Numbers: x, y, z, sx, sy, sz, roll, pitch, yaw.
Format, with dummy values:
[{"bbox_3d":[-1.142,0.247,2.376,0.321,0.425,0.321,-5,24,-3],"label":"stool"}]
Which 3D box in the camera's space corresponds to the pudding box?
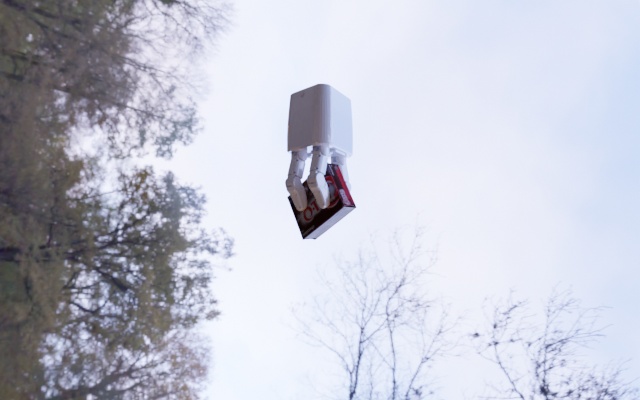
[{"bbox_3d":[0.000,0.003,0.822,0.039,0.090,0.113,6,-37,-43],"label":"pudding box"}]
